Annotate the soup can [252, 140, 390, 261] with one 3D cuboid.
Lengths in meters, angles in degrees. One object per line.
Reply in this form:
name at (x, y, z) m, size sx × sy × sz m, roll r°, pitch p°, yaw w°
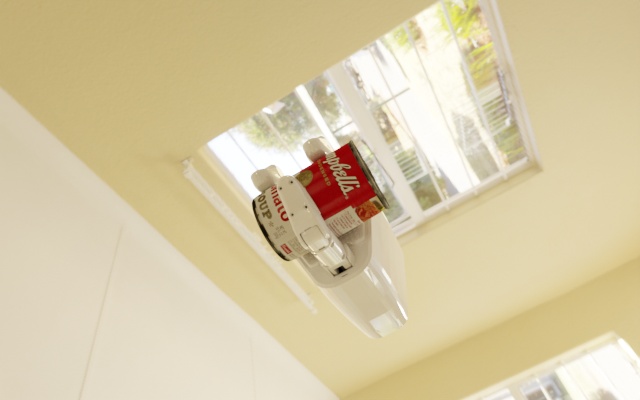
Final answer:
soup can at (0.000, 0.001, 0.420) m, size 0.102 × 0.068 × 0.068 m, roll -29°, pitch -5°, yaw 9°
